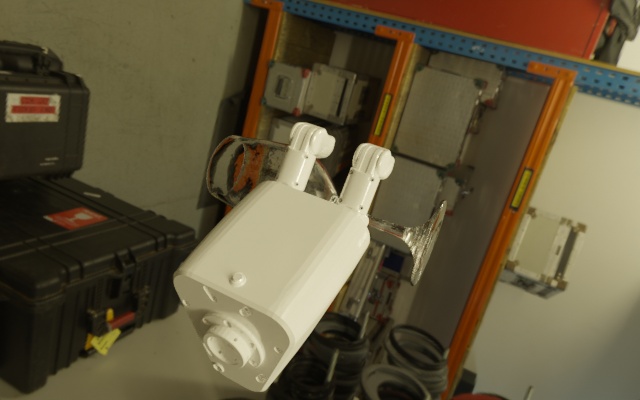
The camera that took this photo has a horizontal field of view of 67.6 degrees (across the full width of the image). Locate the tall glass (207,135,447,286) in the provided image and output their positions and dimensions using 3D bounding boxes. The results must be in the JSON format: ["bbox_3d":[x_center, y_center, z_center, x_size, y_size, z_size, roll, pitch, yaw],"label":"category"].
[{"bbox_3d":[0.001,0.002,0.416,0.201,0.079,0.079,21,7,19],"label":"tall glass"}]
